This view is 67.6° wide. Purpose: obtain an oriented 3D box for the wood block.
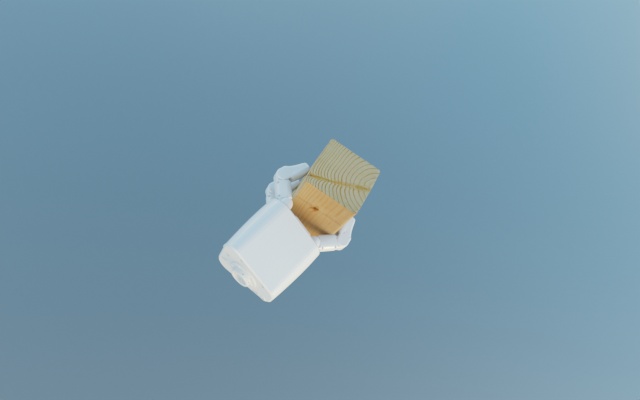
[{"bbox_3d":[0.000,0.003,0.779,0.091,0.090,0.206,34,-30,-5],"label":"wood block"}]
